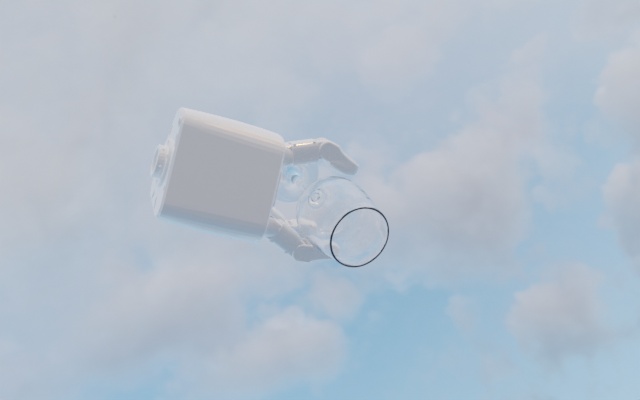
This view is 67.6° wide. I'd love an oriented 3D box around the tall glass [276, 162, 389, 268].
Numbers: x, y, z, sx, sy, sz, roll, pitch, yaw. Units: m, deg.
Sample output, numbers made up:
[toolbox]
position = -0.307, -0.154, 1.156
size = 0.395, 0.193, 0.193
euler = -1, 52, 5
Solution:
[tall glass]
position = 0.000, 0.001, 0.529
size = 0.079, 0.079, 0.201
euler = 0, 20, -24
